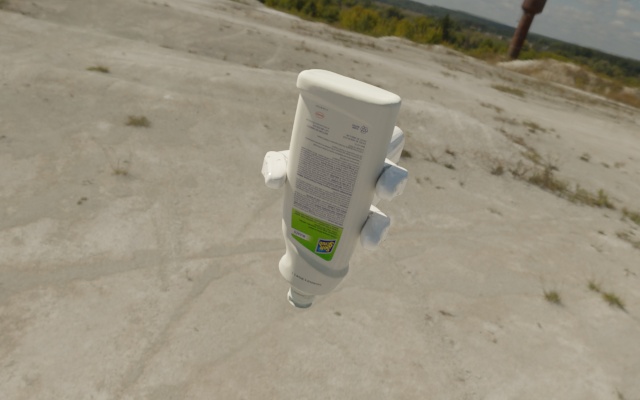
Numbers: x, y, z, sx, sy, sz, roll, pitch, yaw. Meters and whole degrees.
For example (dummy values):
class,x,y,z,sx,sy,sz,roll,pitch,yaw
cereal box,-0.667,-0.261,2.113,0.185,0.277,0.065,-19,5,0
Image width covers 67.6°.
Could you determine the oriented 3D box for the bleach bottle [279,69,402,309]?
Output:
class,x,y,z,sx,sy,sz,roll,pitch,yaw
bleach bottle,0.000,0.002,0.499,0.102,0.251,0.068,24,25,17
